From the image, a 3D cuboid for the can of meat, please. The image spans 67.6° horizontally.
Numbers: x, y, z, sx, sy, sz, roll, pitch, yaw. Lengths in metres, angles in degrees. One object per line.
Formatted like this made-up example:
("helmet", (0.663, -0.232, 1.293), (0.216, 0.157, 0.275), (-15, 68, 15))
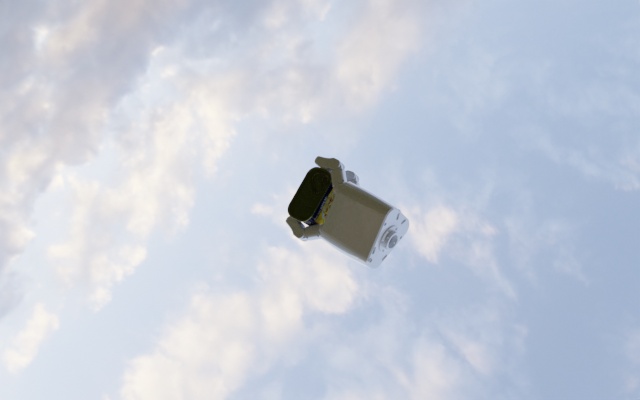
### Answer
("can of meat", (0.000, 0.003, 0.872), (0.057, 0.102, 0.084), (25, -7, 37))
